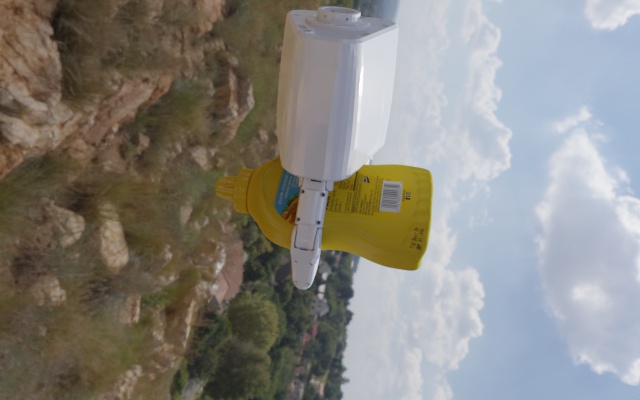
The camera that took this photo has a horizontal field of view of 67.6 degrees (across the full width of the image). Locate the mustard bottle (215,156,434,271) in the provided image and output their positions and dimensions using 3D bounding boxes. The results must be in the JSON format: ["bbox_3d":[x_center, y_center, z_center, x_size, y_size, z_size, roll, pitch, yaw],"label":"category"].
[{"bbox_3d":[0.000,0.002,0.428,0.191,0.096,0.058,9,-35,6],"label":"mustard bottle"}]
